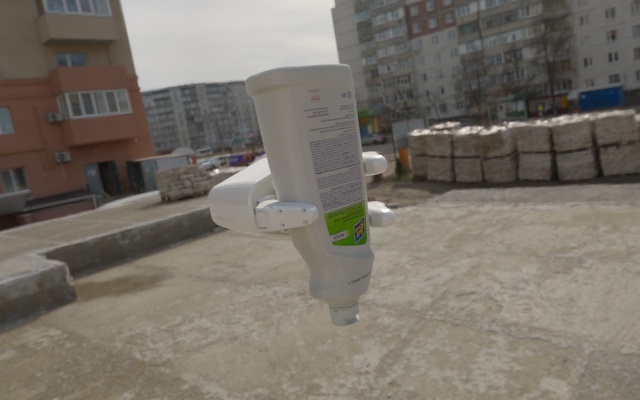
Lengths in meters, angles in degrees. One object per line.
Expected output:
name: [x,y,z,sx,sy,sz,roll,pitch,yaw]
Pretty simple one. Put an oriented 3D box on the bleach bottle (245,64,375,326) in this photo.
bleach bottle: [0.000,0.001,0.462,0.102,0.251,0.068,-16,11,-38]
